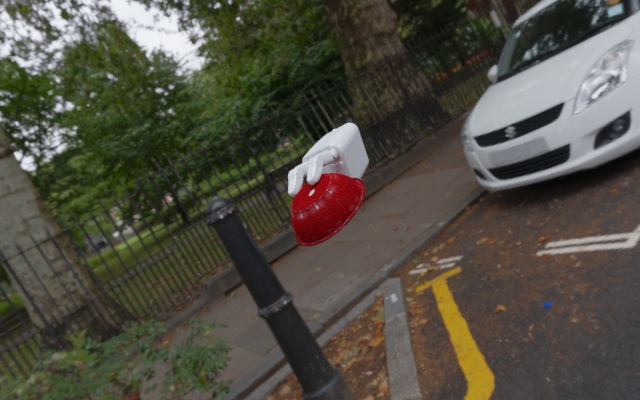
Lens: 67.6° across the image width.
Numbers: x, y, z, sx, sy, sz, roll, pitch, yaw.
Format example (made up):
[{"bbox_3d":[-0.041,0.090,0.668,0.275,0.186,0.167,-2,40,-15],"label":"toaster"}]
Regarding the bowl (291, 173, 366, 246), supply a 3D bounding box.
[{"bbox_3d":[0.000,0.003,0.852,0.055,0.162,0.162,46,-23,-25],"label":"bowl"}]
